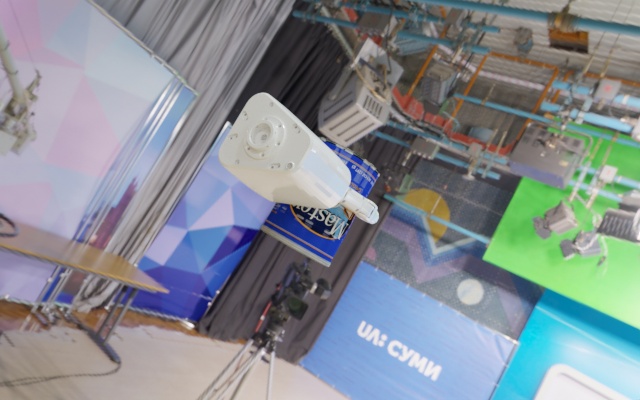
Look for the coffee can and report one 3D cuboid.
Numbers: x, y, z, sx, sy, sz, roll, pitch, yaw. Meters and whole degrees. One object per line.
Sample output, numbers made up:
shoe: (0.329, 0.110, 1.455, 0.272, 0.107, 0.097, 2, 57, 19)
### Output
coffee can: (0.000, 0.002, 0.630, 0.103, 0.140, 0.103, 29, -5, 3)
